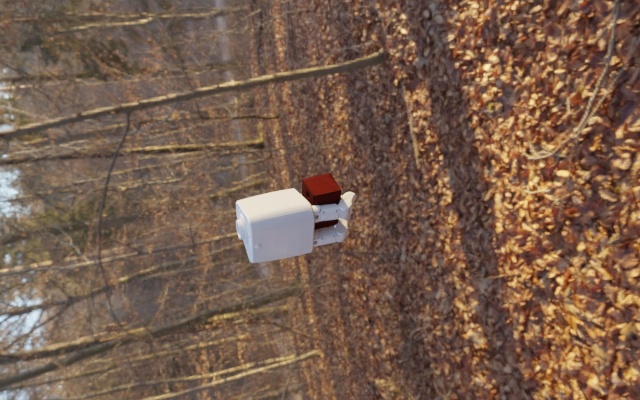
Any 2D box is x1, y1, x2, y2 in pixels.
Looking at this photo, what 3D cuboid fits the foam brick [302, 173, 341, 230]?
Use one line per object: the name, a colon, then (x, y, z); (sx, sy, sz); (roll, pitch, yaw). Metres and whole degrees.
foam brick: (0.000, 0.002, 0.814); (0.051, 0.078, 0.053); (-11, 40, -19)
